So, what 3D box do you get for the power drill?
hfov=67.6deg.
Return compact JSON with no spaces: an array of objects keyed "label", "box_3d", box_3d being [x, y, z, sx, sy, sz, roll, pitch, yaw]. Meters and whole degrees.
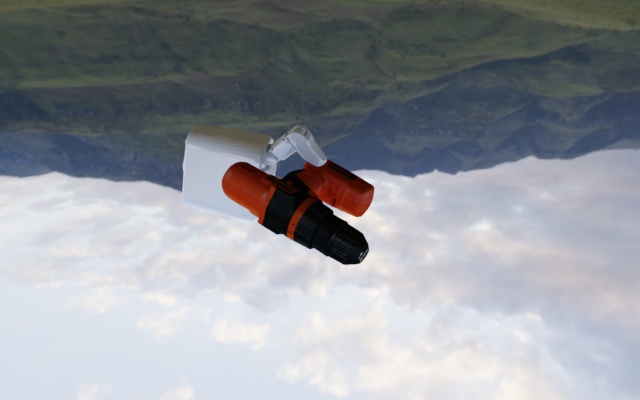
[{"label":"power drill","box_3d":[0.000,0.002,0.579,0.184,0.057,0.187,32,20,17]}]
